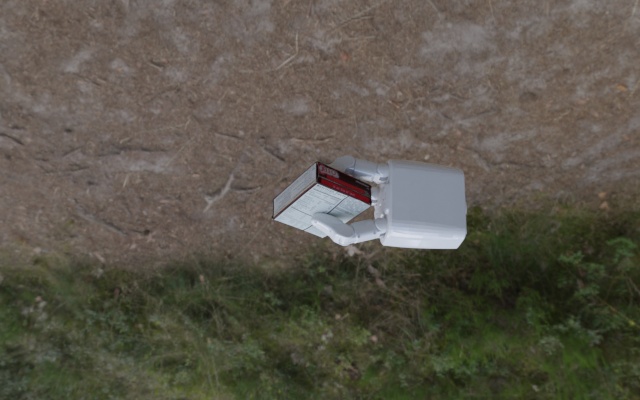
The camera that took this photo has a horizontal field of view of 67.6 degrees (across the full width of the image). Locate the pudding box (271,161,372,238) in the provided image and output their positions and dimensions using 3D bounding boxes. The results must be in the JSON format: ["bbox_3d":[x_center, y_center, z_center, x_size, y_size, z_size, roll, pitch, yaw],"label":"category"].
[{"bbox_3d":[0.000,0.002,0.640,0.090,0.039,0.113,23,-41,-28],"label":"pudding box"}]
